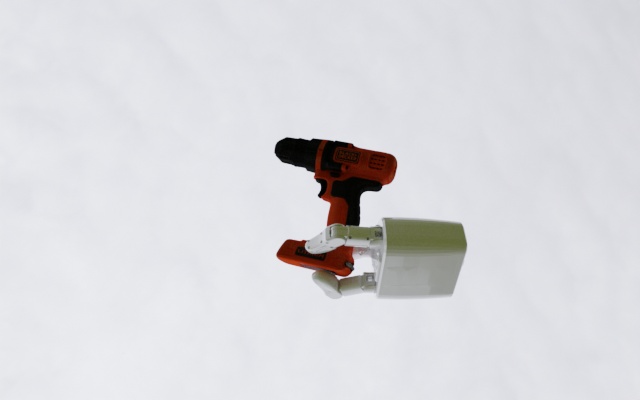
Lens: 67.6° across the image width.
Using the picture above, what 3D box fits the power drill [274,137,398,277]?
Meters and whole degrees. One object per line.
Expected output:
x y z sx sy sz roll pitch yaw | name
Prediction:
0.000 0.003 0.671 0.184 0.187 0.057 12 -14 19 | power drill
